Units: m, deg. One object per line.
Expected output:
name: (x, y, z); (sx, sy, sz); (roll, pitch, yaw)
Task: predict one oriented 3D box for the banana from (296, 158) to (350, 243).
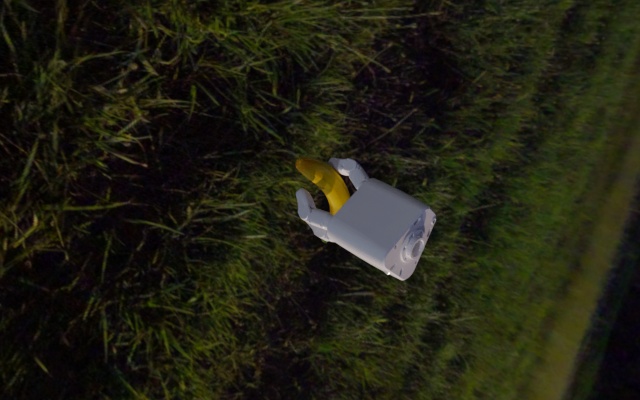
banana: (0.015, -0.006, 0.778); (0.069, 0.198, 0.037); (-37, 47, -18)
